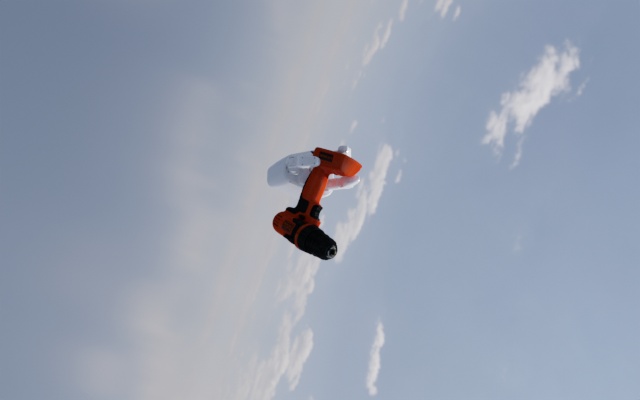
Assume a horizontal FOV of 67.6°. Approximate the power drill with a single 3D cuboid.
[{"bbox_3d":[0.000,0.002,0.866,0.057,0.187,0.184,30,-3,-39],"label":"power drill"}]
